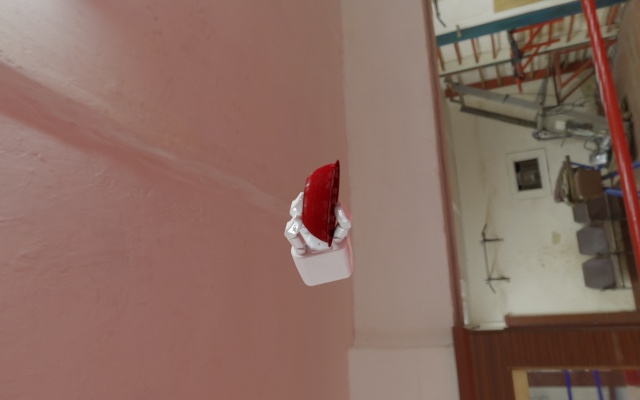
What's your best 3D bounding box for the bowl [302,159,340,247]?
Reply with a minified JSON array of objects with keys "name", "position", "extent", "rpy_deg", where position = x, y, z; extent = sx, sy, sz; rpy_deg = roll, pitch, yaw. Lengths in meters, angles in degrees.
[{"name":"bowl","position":[0.000,0.002,0.878],"extent":[0.055,0.162,0.162],"rpy_deg":[6,1,6]}]
